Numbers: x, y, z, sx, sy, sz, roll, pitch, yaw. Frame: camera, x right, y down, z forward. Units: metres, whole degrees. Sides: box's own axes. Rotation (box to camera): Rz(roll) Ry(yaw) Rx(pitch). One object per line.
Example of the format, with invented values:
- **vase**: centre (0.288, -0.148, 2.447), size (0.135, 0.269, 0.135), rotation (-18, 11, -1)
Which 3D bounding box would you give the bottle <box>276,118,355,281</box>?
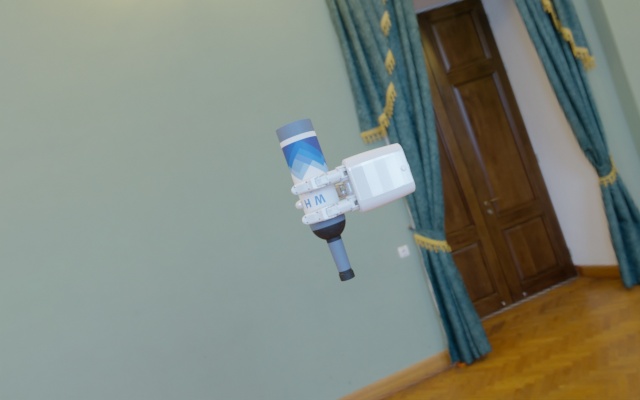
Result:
- **bottle**: centre (0.000, 0.003, 0.860), size (0.069, 0.295, 0.069), rotation (-20, 1, 0)
